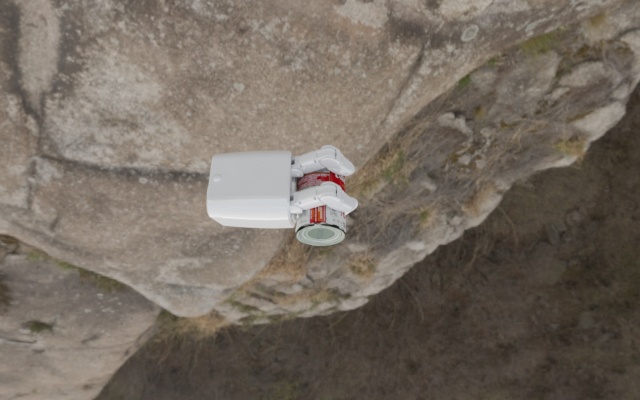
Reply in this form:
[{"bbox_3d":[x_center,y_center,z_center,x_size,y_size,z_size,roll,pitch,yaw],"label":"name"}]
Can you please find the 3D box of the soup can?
[{"bbox_3d":[0.001,0.002,0.648,0.068,0.102,0.068,0,-28,0],"label":"soup can"}]
